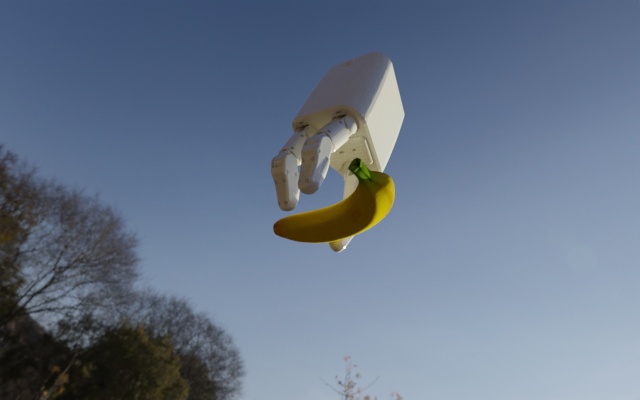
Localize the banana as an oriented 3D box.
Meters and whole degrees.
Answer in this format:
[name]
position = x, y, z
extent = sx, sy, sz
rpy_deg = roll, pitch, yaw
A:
[banana]
position = 0.017, 0.010, 0.469
extent = 0.069, 0.037, 0.198
rpy_deg = 32, -31, -12
